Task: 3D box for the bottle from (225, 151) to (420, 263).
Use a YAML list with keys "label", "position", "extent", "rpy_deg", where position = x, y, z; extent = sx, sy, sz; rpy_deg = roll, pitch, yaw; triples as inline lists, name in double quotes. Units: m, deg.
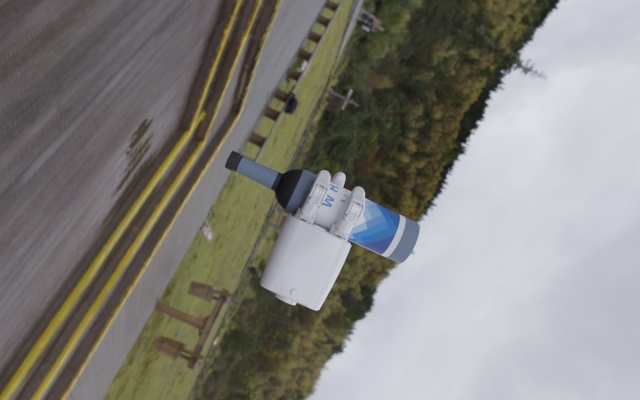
- label: "bottle"
  position: [0.000, 0.002, 0.703]
  extent: [0.296, 0.069, 0.069]
  rpy_deg: [25, -3, -5]
